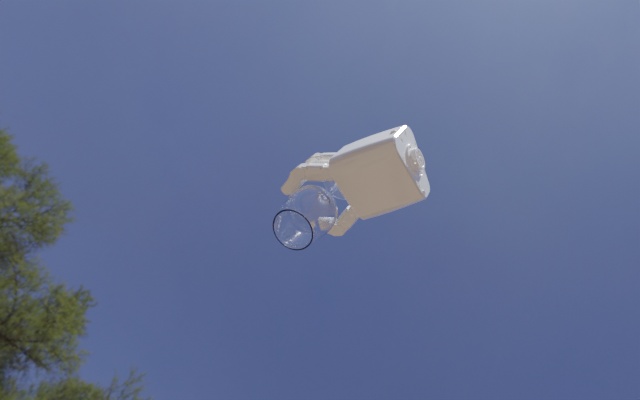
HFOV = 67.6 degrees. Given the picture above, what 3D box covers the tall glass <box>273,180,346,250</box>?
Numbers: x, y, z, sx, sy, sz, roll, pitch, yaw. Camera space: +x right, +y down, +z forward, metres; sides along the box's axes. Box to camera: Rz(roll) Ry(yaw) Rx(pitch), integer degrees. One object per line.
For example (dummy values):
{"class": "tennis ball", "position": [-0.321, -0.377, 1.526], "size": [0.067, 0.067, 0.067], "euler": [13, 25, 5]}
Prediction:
{"class": "tall glass", "position": [0.000, 0.002, 0.731], "size": [0.079, 0.079, 0.201], "euler": [0, 23, 25]}
